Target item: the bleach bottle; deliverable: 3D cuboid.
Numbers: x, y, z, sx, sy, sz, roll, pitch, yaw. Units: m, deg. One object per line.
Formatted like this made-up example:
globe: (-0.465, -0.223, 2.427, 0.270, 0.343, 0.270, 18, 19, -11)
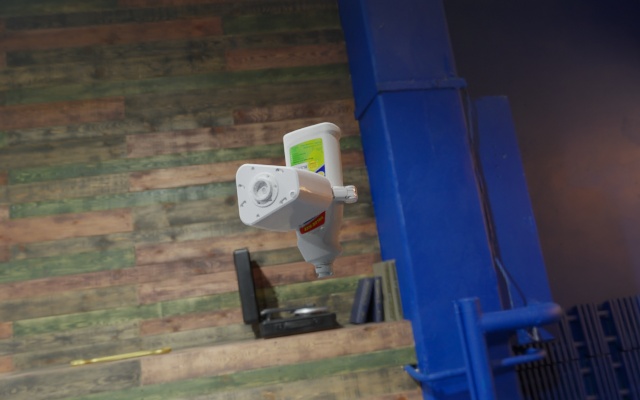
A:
bleach bottle: (0.000, 0.003, 0.812, 0.102, 0.250, 0.068, -13, -12, 23)
